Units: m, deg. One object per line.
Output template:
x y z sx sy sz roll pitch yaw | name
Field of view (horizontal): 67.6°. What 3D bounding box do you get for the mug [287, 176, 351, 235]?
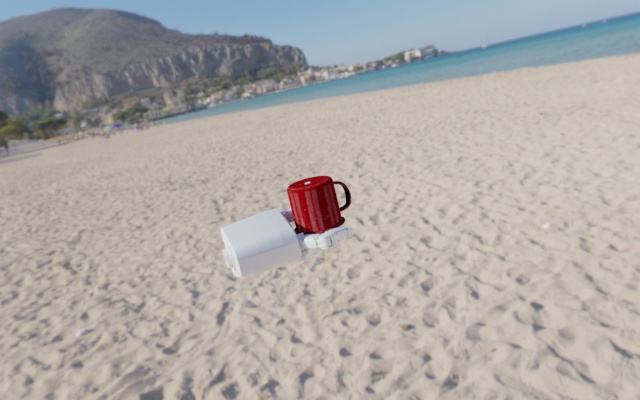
0.001 0.002 0.827 0.117 0.081 0.093 -18 15 -19 | mug
